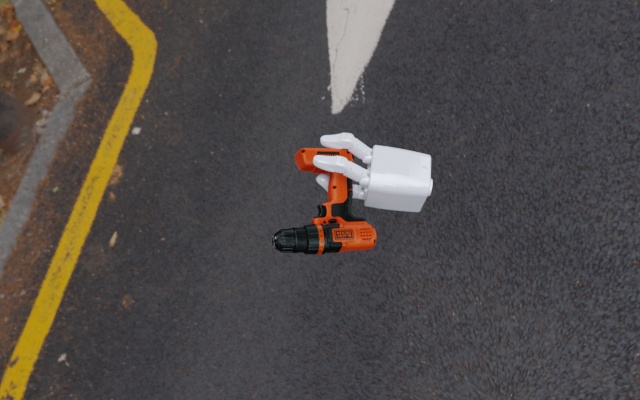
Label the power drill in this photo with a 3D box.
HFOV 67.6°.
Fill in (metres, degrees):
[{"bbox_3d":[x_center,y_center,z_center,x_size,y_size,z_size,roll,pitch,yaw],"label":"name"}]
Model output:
[{"bbox_3d":[0.000,0.002,0.842,0.184,0.187,0.057,0,-17,-19],"label":"power drill"}]
